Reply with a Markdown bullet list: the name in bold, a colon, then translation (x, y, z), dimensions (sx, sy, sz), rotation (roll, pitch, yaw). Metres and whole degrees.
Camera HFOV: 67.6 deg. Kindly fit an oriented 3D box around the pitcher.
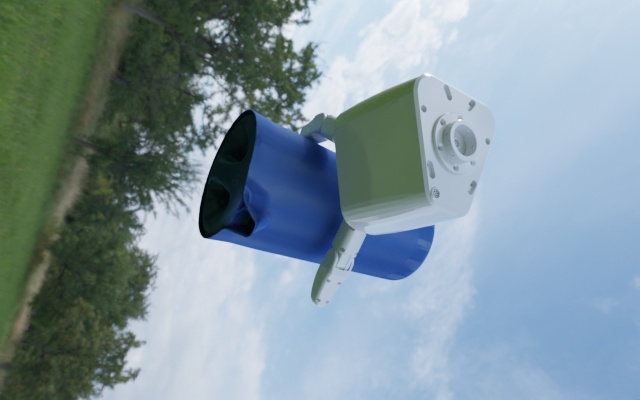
- **pitcher**: translation (0.000, 0.002, 0.526), dimensions (0.243, 0.149, 0.145), rotation (20, -19, -27)
